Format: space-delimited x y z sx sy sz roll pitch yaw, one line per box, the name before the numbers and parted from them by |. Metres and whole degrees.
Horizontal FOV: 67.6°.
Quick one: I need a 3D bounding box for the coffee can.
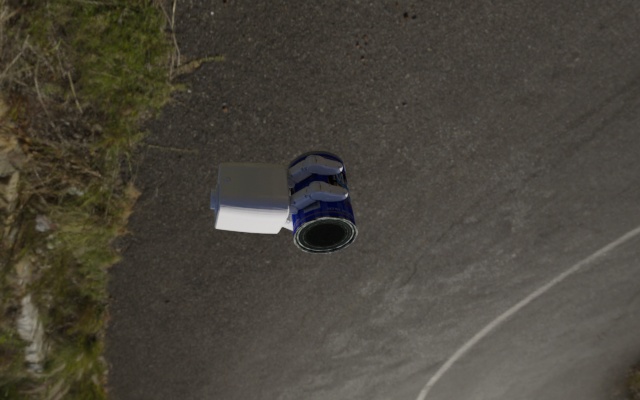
coffee can | 0.000 0.003 0.795 0.103 0.140 0.103 -5 -38 -4
